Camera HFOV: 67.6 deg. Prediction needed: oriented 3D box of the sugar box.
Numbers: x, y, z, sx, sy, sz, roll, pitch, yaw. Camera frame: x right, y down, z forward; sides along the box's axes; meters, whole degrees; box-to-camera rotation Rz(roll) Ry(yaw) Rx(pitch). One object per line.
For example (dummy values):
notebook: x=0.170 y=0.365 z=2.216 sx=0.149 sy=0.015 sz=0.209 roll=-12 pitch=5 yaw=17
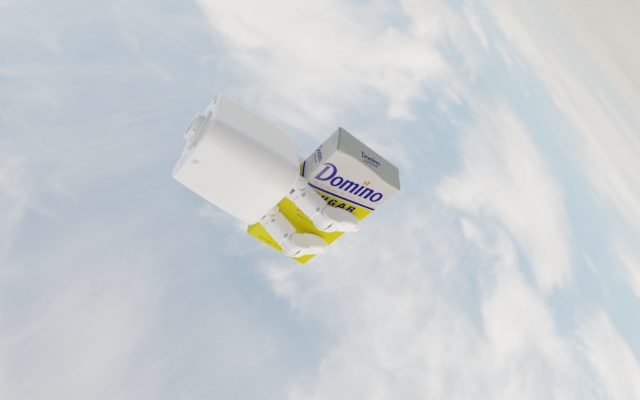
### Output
sugar box: x=0.000 y=0.002 z=0.568 sx=0.093 sy=0.048 sz=0.176 roll=32 pitch=-50 yaw=-23
